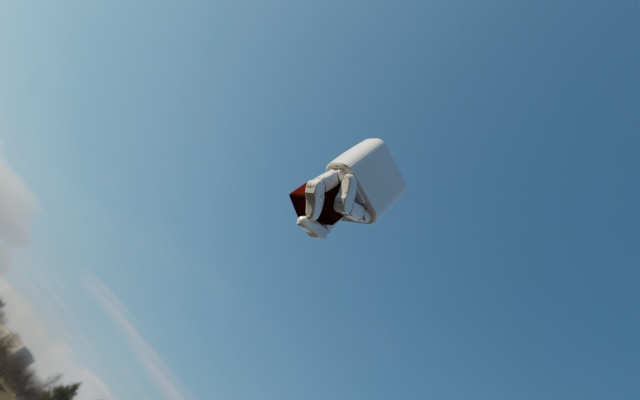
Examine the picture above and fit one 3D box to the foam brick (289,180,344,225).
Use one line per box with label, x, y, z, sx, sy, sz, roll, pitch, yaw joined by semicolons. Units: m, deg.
foam brick;0.000;0.002;0.764;0.078;0.053;0.051;5;33;43
